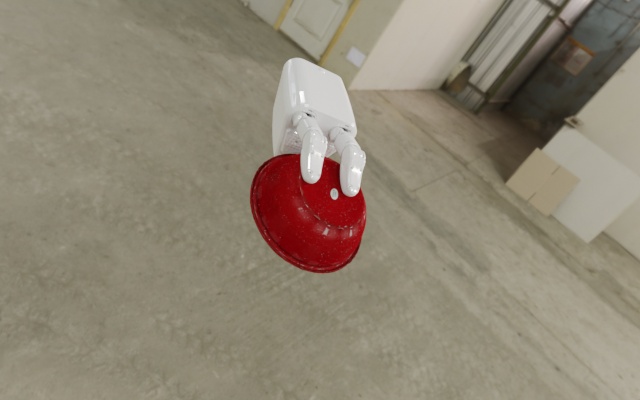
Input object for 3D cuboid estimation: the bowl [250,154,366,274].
[{"bbox_3d":[0.001,0.003,0.568,0.162,0.162,0.055,0,-25,-37],"label":"bowl"}]
